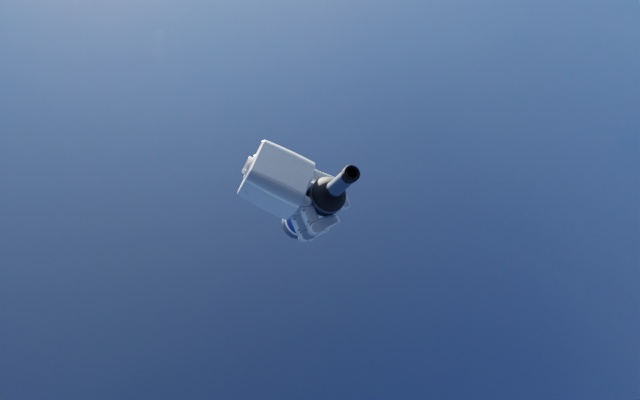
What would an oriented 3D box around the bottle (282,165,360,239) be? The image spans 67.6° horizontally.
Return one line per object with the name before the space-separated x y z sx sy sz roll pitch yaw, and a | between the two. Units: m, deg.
bottle | 0.000 0.003 0.877 0.069 0.069 0.296 0 -18 -21
